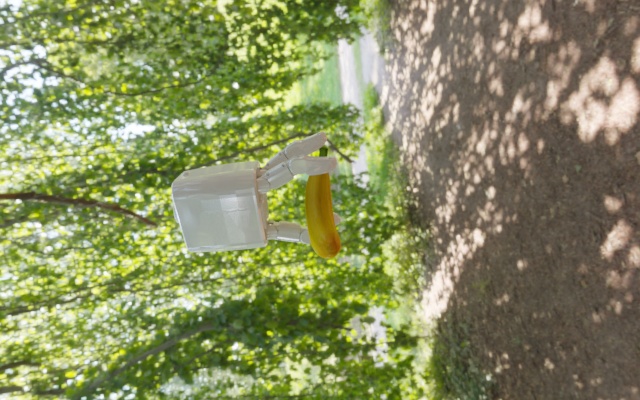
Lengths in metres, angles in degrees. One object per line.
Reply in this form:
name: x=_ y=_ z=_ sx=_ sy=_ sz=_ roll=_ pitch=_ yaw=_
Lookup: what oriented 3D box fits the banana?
banana: x=0.000 y=0.014 z=0.598 sx=0.037 sy=0.070 sz=0.197 roll=-3 pitch=40 yaw=-3
